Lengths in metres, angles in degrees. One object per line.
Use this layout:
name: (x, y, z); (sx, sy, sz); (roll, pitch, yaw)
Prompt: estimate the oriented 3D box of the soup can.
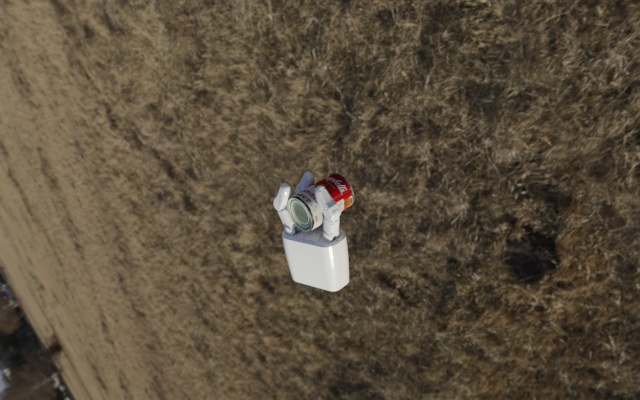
soup can: (0.000, 0.002, 0.839); (0.102, 0.068, 0.068); (-30, 18, -33)
